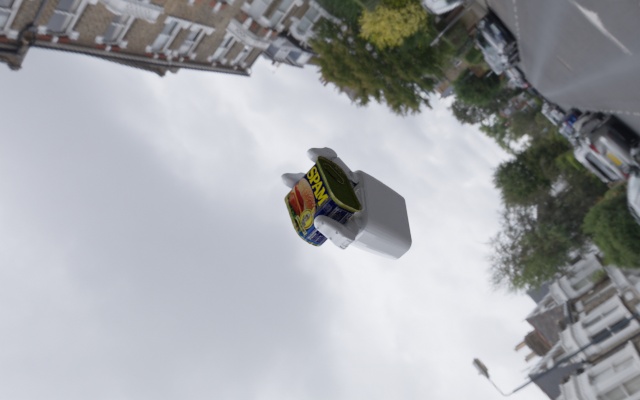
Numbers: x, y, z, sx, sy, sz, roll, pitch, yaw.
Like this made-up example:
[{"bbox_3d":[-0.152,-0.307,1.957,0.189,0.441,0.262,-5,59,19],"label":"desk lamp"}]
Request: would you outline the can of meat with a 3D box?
[{"bbox_3d":[0.000,0.002,0.677,0.057,0.102,0.084,24,-59,-37],"label":"can of meat"}]
